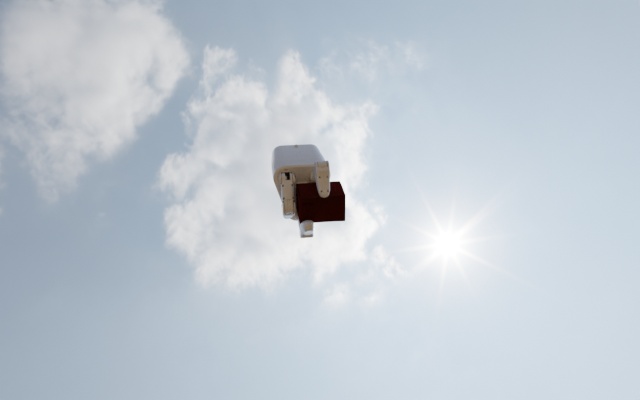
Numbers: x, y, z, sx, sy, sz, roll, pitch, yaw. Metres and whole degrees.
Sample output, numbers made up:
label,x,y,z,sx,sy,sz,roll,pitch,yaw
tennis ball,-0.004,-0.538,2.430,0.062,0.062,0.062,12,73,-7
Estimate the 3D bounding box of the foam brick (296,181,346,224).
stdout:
label,x,y,z,sx,sy,sz,roll,pitch,yaw
foam brick,0.000,0.003,0.803,0.078,0.053,0.051,-3,30,-8
